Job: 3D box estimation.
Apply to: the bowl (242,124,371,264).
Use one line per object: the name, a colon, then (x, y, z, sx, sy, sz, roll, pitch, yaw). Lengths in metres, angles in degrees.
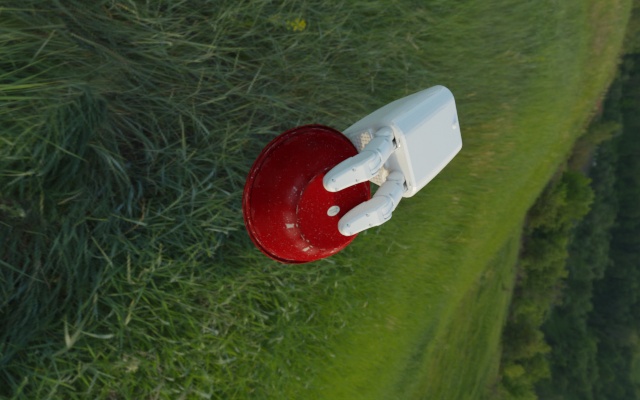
bowl: (-0.001, 0.003, 0.516, 0.162, 0.162, 0.055, 0, 15, -34)
